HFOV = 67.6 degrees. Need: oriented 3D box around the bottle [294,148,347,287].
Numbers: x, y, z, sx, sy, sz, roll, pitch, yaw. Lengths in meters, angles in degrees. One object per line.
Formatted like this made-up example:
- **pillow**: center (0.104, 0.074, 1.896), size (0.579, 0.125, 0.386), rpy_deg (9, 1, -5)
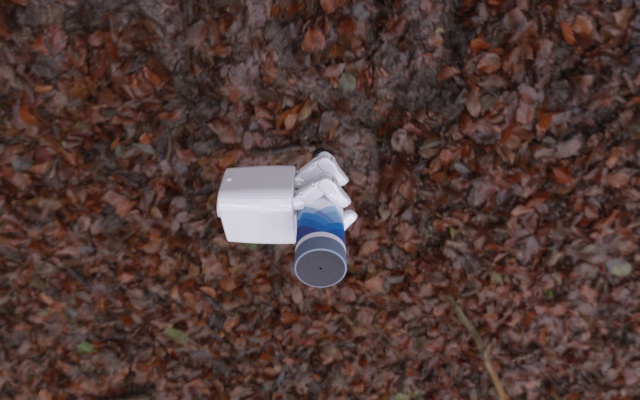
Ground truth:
- **bottle**: center (0.000, 0.003, 0.720), size (0.069, 0.069, 0.295), rpy_deg (0, 35, 0)
